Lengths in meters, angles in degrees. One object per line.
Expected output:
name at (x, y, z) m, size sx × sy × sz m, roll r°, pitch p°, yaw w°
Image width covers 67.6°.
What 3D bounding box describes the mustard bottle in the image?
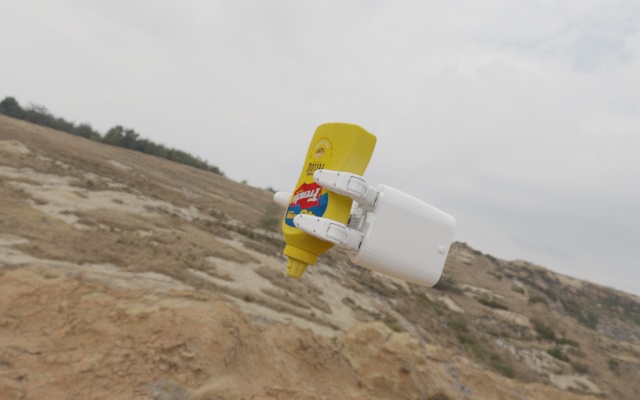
mustard bottle at (0.000, 0.002, 0.582) m, size 0.058 × 0.191 × 0.096 m, roll 26°, pitch -9°, yaw -36°
